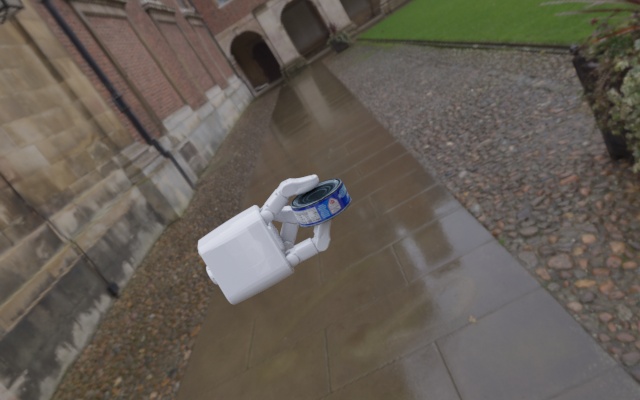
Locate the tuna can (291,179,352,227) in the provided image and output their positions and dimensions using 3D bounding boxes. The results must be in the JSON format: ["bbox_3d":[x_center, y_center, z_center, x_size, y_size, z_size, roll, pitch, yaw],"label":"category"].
[{"bbox_3d":[0.000,0.002,0.701,0.086,0.034,0.086,-24,18,8],"label":"tuna can"}]
